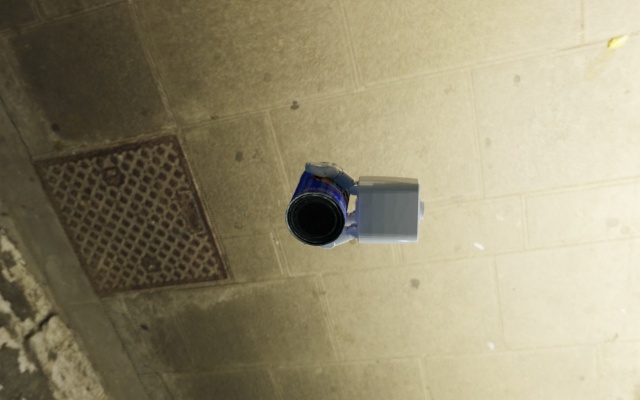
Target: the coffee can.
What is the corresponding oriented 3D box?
[{"bbox_3d":[0.000,0.003,0.858,0.103,0.103,0.140,0,25,9],"label":"coffee can"}]
